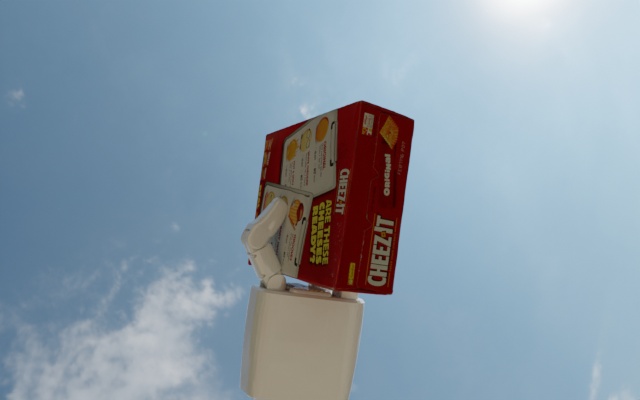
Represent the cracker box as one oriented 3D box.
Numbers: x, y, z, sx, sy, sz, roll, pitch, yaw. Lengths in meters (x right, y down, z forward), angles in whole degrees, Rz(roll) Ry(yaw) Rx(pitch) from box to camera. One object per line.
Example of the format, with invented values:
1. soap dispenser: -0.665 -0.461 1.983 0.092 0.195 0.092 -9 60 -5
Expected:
1. cracker box: 0.000 0.002 0.503 0.072 0.164 0.213 11 -6 -28
